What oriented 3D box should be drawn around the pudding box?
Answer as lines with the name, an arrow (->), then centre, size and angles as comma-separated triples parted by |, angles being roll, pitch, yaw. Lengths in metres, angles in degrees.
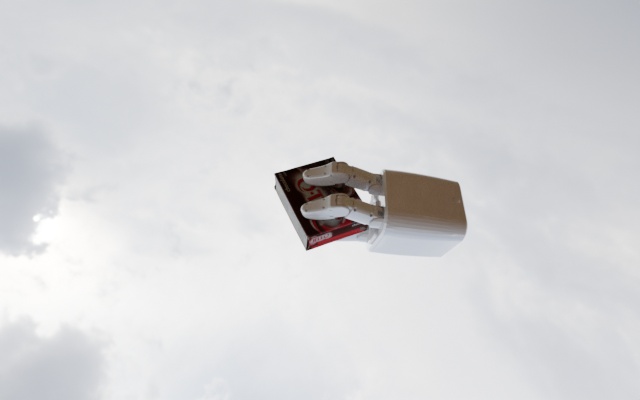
pudding box -> 0.000, 0.002, 0.627 | 0.090, 0.113, 0.039 | -17, -36, -21
